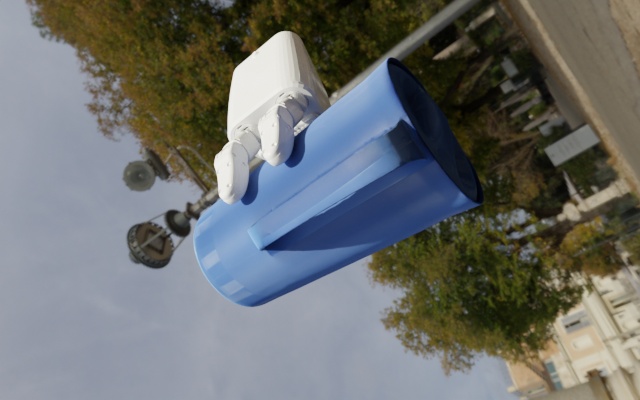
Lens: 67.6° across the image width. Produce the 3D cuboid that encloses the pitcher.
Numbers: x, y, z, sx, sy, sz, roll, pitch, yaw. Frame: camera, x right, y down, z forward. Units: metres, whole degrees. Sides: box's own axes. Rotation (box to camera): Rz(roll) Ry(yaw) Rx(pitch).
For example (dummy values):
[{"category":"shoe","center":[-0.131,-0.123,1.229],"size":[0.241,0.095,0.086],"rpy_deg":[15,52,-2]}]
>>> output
[{"category":"pitcher","center":[0.000,0.001,0.410],"size":[0.243,0.145,0.149],"rpy_deg":[-33,-46,26]}]
